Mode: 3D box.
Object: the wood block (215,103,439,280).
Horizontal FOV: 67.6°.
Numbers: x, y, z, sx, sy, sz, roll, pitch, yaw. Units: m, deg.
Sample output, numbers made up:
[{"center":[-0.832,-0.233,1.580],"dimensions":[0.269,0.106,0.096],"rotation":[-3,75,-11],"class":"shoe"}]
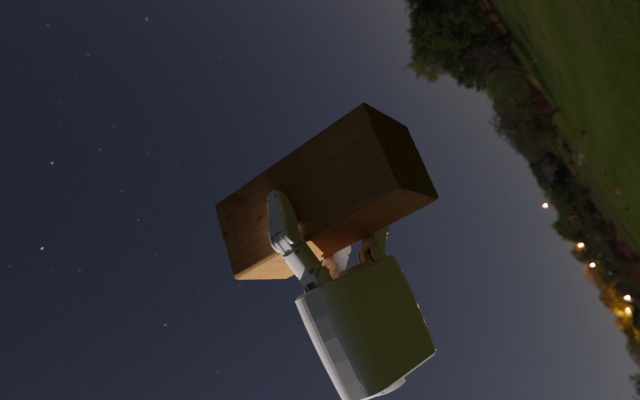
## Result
[{"center":[0.000,0.002,0.493],"dimensions":[0.206,0.090,0.091],"rotation":[-31,-24,28],"class":"wood block"}]
